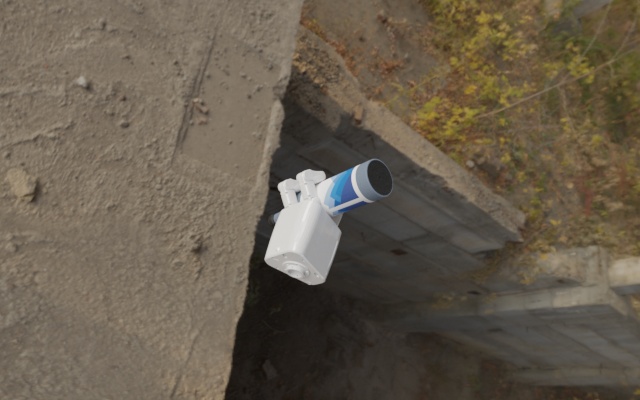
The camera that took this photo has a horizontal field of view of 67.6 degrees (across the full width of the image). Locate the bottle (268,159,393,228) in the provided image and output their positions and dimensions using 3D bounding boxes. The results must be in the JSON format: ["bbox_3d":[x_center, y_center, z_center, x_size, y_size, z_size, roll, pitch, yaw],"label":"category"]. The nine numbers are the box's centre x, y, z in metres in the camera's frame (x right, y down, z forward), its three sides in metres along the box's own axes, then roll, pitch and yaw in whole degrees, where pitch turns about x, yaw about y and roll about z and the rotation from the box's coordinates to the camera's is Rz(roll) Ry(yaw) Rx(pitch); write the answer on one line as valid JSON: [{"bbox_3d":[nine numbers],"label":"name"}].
[{"bbox_3d":[0.000,0.003,0.886,0.069,0.069,0.296,0,-16,-44],"label":"bottle"}]
